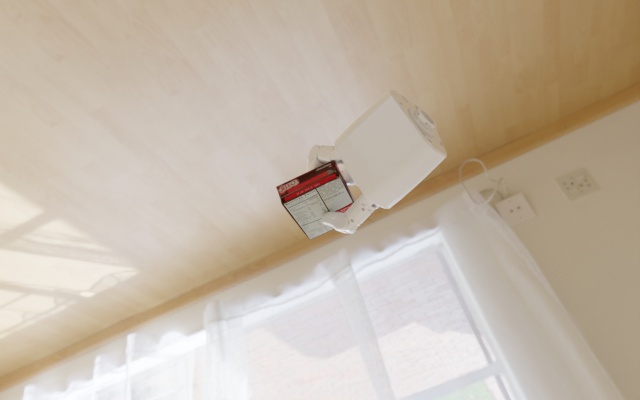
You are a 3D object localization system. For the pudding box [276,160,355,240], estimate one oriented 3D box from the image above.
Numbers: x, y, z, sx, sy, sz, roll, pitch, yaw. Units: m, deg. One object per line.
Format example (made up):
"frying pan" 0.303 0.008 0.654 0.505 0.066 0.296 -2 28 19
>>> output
"pudding box" 0.000 0.002 0.686 0.090 0.039 0.114 -24 -39 6
